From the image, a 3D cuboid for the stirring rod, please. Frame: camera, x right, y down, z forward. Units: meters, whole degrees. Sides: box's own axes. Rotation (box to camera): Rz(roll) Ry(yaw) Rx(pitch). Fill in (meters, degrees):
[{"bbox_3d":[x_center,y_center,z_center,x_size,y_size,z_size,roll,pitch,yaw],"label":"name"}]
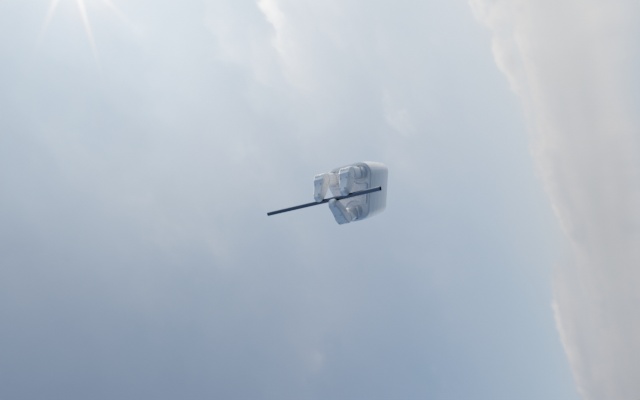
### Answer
[{"bbox_3d":[0.000,0.003,0.873,0.239,0.011,0.011,-13,-7,29],"label":"stirring rod"}]
